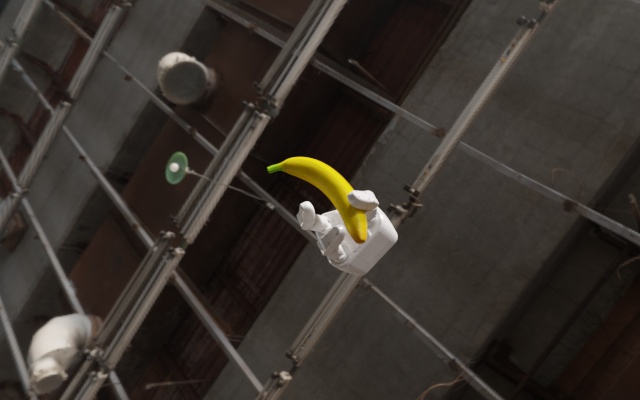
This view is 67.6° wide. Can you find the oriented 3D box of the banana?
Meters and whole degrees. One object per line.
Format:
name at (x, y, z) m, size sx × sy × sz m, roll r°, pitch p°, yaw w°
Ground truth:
banana at (0.010, -0.014, 0.732) m, size 0.197 × 0.069 × 0.037 m, roll 37°, pitch -8°, yaw 23°
